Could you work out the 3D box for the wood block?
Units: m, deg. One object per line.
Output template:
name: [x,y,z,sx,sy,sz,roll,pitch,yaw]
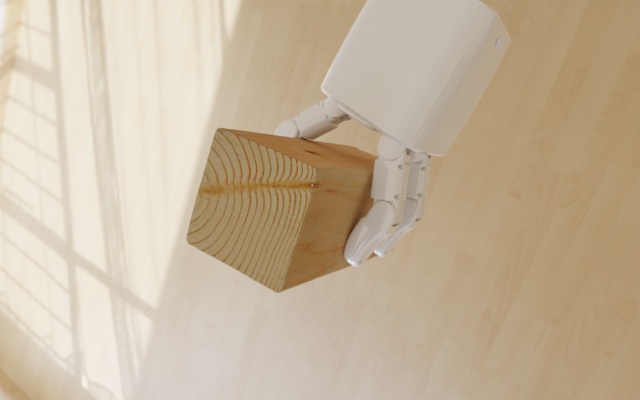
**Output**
wood block: [0.000,0.001,0.409,0.091,0.090,0.206,24,13,26]
